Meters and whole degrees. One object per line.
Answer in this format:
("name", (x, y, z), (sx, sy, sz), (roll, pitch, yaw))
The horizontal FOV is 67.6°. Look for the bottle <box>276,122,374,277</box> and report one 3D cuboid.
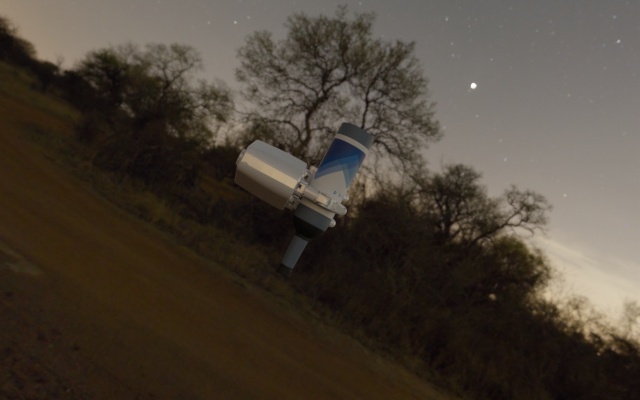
("bottle", (0.000, 0.003, 0.867), (0.069, 0.295, 0.069), (28, -2, 1))
